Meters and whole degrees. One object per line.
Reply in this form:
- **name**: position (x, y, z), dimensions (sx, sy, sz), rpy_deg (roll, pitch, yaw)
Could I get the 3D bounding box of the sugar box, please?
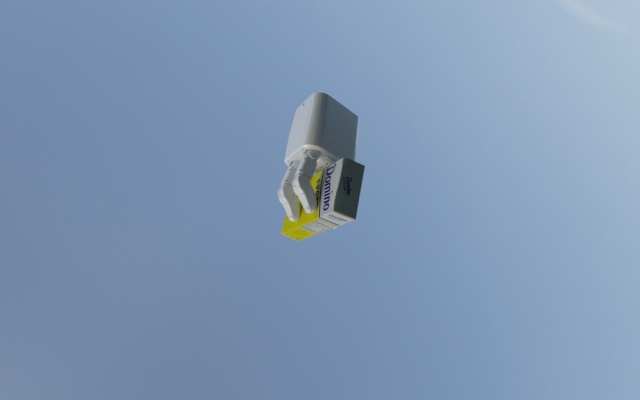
- **sugar box**: position (0.000, 0.002, 0.770), dimensions (0.048, 0.093, 0.176), rpy_deg (21, -25, -21)
